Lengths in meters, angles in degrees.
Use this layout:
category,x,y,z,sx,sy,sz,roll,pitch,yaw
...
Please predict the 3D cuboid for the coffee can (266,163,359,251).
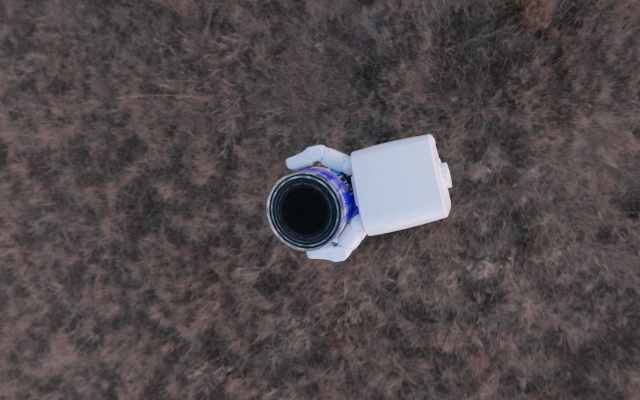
category,x,y,z,sx,sy,sz,roll,pitch,yaw
coffee can,0.000,0.002,0.663,0.103,0.103,0.140,0,10,18
